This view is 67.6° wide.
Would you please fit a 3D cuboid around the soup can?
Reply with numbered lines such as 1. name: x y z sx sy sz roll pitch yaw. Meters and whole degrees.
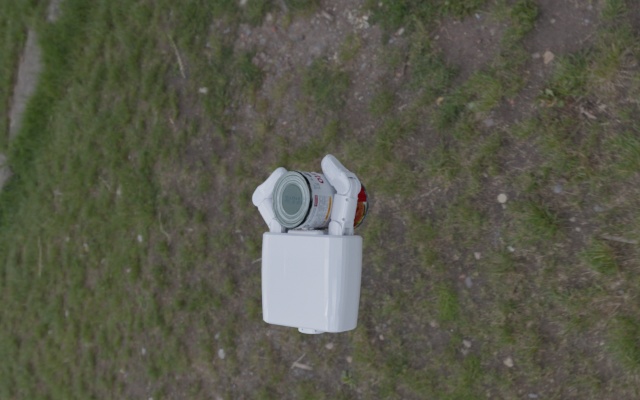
1. soup can: 0.000 0.001 0.572 0.068 0.068 0.102 0 -3 44
